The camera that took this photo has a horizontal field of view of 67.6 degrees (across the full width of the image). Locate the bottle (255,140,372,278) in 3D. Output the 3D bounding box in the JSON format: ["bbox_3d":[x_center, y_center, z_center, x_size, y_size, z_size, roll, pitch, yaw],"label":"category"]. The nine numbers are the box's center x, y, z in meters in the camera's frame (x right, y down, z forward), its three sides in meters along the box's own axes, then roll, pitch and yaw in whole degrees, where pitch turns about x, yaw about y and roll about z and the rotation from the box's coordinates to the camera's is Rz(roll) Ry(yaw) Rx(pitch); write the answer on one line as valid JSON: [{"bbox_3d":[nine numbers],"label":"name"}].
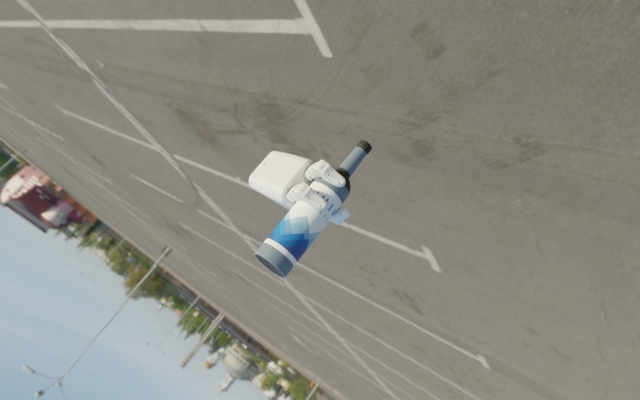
[{"bbox_3d":[0.000,0.003,0.859,0.069,0.295,0.069,34,-20,14],"label":"bottle"}]
